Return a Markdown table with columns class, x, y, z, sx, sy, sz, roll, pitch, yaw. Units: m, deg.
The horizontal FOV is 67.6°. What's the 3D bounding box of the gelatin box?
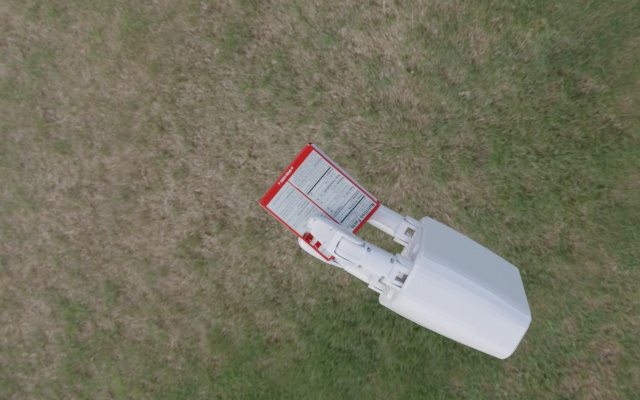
| class | x | y | z | sx | sy | sz | roll | pitch | yaw |
| --- | --- | --- | --- | --- | --- | --- | --- | --- | --- |
| gelatin box | 0.000 | 0.001 | 0.448 | 0.089 | 0.073 | 0.030 | 40 | 10 | -2 |
